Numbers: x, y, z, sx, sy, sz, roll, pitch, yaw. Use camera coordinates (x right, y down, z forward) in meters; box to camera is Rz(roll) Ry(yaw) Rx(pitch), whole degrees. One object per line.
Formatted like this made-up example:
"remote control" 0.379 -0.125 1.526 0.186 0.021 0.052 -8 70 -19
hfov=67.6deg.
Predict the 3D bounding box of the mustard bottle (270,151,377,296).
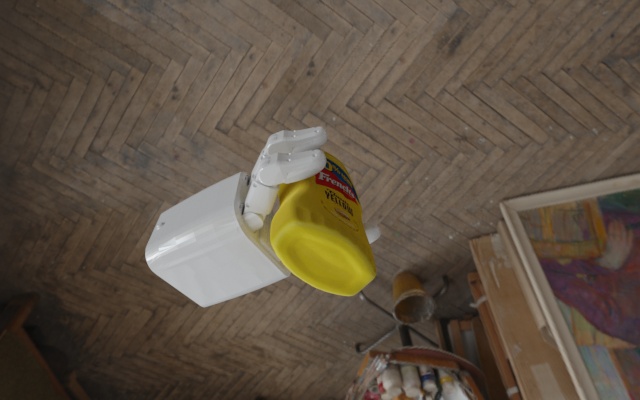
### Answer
"mustard bottle" 0.000 0.001 0.468 0.096 0.058 0.191 34 24 -21
